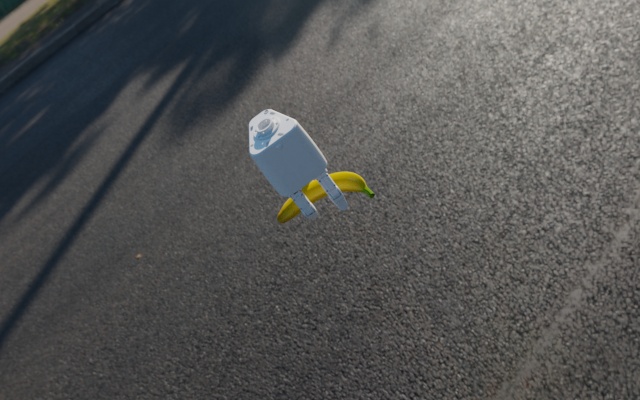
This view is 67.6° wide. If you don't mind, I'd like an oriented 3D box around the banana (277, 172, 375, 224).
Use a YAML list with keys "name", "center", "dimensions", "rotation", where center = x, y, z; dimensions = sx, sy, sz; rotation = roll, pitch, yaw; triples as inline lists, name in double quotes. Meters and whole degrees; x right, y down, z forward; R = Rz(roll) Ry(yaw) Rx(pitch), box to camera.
- name: "banana"
  center: [0.003, -0.013, 0.908]
  dimensions: [0.198, 0.069, 0.037]
  rotation: [-18, -41, 19]
